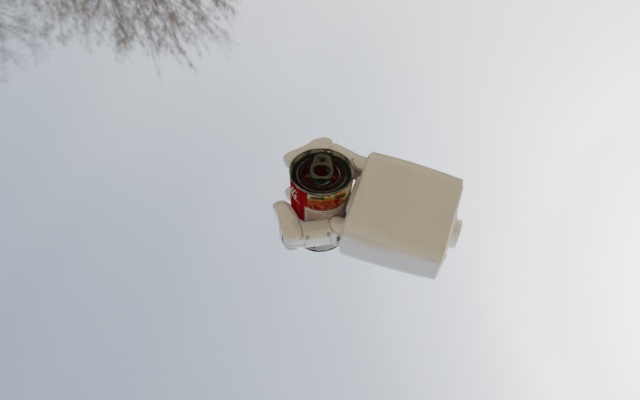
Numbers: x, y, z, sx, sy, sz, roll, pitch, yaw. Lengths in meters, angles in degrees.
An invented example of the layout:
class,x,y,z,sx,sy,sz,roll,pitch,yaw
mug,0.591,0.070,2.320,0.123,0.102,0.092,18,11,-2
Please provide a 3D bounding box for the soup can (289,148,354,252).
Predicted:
class,x,y,z,sx,sy,sz,roll,pitch,yaw
soup can,0.000,0.002,0.533,0.068,0.068,0.102,0,-41,-2
